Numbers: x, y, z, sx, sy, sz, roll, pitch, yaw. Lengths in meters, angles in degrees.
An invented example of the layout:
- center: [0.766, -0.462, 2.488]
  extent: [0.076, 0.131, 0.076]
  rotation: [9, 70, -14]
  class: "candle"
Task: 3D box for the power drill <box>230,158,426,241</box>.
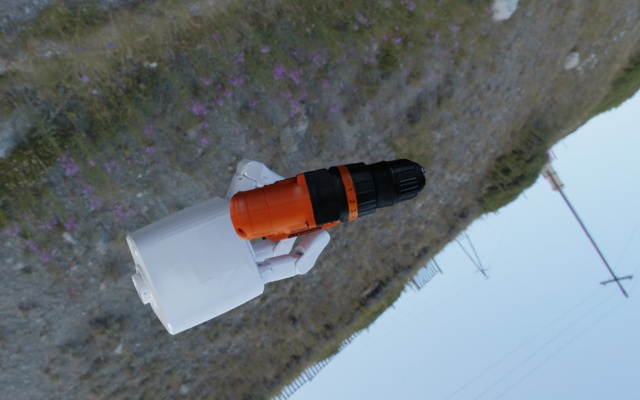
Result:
- center: [0.000, 0.002, 0.506]
  extent: [0.184, 0.057, 0.188]
  rotation: [-11, -6, -8]
  class: "power drill"
